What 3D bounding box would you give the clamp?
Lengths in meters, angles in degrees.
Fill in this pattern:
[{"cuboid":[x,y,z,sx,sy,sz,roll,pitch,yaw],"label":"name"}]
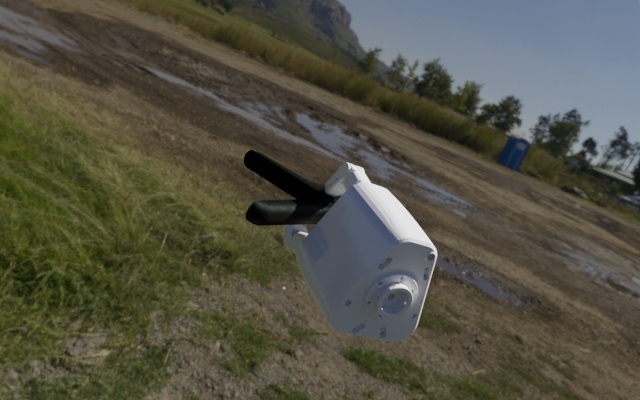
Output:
[{"cuboid":[0.001,0.001,0.575,0.210,0.036,0.164,16,24,-25],"label":"clamp"}]
